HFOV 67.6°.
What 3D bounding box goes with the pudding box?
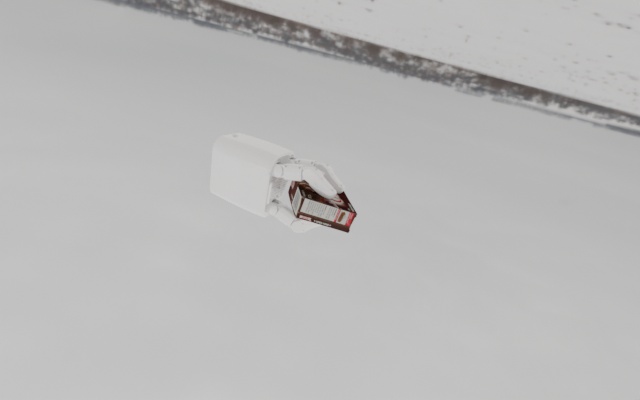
[{"bbox_3d":[0.000,0.003,0.747,0.090,0.039,0.113,16,19,-15],"label":"pudding box"}]
